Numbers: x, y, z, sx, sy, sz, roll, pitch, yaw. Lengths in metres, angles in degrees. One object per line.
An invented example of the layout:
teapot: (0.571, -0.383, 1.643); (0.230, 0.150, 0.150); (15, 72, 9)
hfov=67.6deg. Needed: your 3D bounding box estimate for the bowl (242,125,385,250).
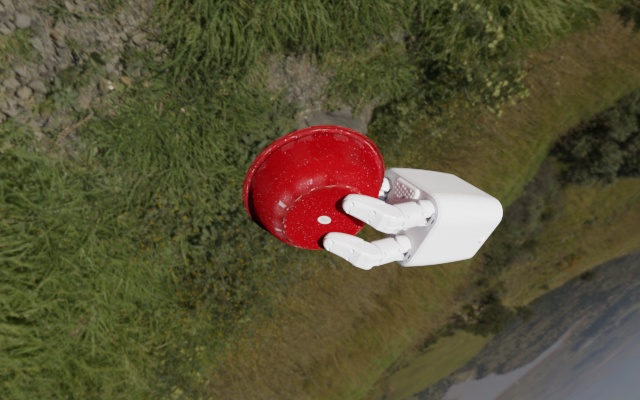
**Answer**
bowl: (-0.001, 0.002, 0.511); (0.162, 0.162, 0.055); (0, 41, -18)
